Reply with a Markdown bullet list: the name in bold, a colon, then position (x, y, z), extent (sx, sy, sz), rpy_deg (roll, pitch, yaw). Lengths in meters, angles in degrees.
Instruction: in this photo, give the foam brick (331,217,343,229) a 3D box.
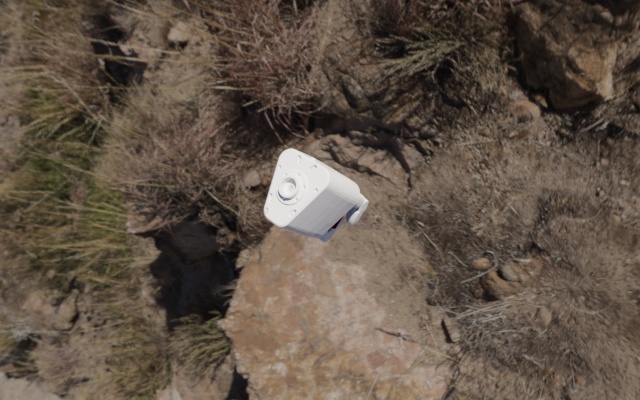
- **foam brick**: position (0.000, 0.003, 0.785), extent (0.078, 0.053, 0.051), rpy_deg (33, 2, 28)
